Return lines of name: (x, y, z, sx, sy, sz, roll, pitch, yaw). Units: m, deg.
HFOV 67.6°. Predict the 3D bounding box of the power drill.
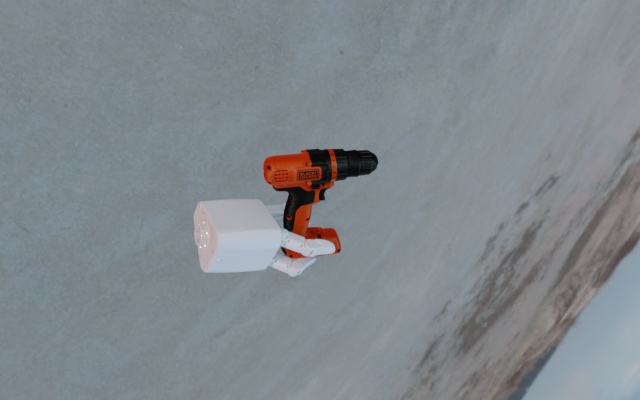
power drill: (0.000, 0.003, 0.789, 0.184, 0.188, 0.057, -5, 31, -10)
